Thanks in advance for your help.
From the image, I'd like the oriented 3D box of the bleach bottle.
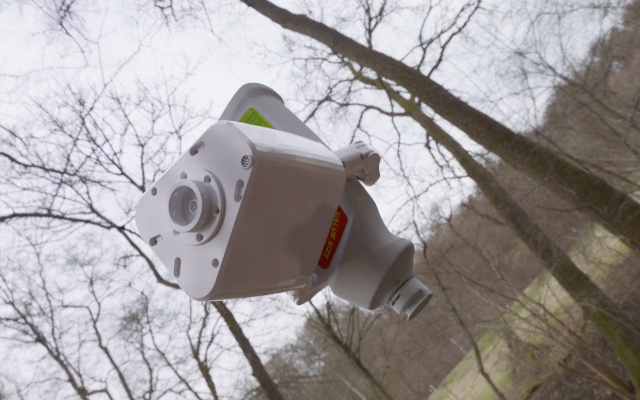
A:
[{"bbox_3d":[0.000,0.001,0.427,0.250,0.102,0.068,42,16,26],"label":"bleach bottle"}]
